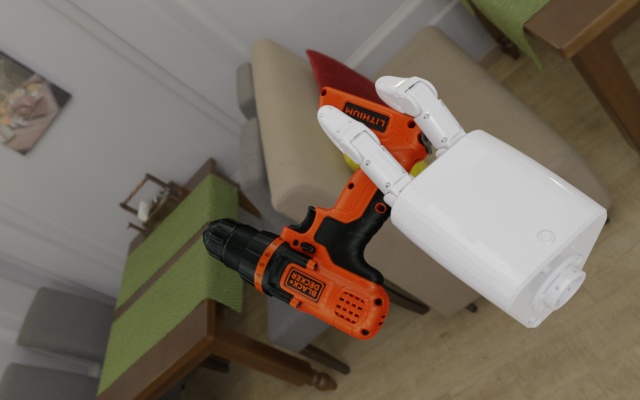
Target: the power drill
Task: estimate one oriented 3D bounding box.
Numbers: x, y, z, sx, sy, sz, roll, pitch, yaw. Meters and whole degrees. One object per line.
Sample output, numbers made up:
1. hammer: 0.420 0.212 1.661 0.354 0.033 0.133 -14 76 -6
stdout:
1. power drill: 0.000 0.001 0.419 0.184 0.187 0.057 24 1 20
